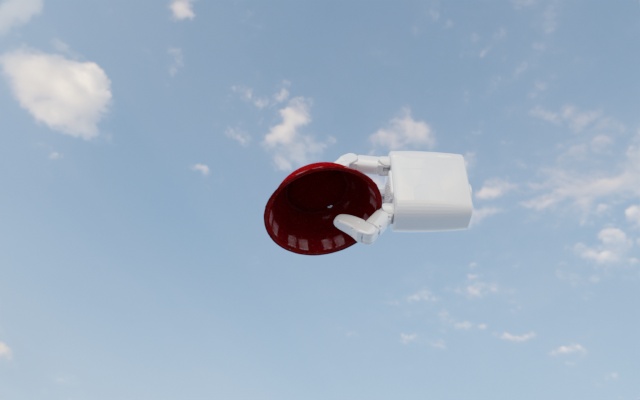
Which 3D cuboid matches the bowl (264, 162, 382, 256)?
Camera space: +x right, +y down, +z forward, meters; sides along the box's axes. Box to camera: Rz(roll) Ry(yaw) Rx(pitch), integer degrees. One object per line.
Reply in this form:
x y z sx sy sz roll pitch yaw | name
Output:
-0.001 0.002 0.656 0.162 0.162 0.055 0 41 -14 | bowl
